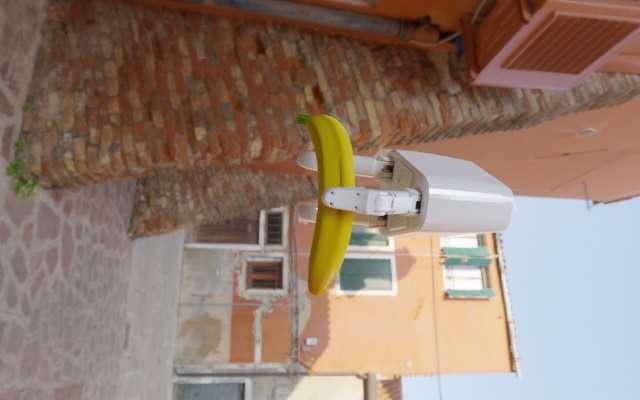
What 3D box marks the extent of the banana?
[{"bbox_3d":[0.008,-0.007,0.480,0.037,0.197,0.070,5,-18,-26],"label":"banana"}]
